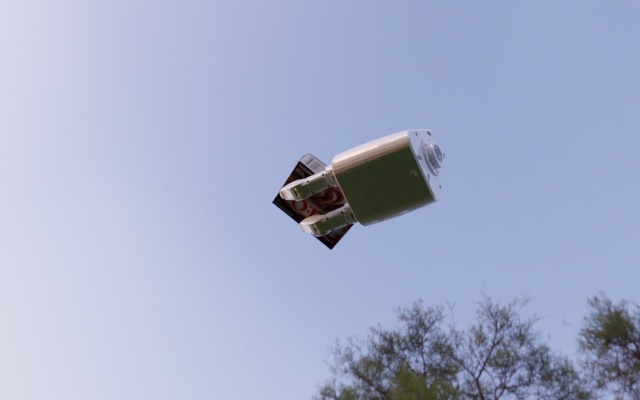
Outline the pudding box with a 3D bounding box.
[{"bbox_3d":[0.000,0.002,0.667,0.113,0.090,0.039,40,37,4],"label":"pudding box"}]
